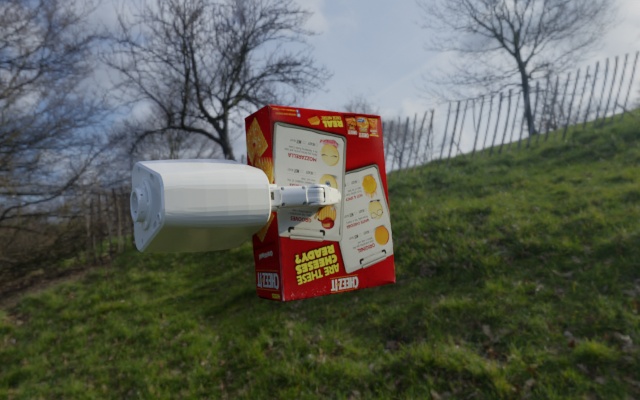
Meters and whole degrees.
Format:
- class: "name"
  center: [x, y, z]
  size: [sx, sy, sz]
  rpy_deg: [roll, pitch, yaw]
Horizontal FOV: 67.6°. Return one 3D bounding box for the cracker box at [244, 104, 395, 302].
- class: "cracker box"
  center: [0.000, 0.002, 0.576]
  size: [0.164, 0.213, 0.072]
  rpy_deg: [-2, -4, -34]
